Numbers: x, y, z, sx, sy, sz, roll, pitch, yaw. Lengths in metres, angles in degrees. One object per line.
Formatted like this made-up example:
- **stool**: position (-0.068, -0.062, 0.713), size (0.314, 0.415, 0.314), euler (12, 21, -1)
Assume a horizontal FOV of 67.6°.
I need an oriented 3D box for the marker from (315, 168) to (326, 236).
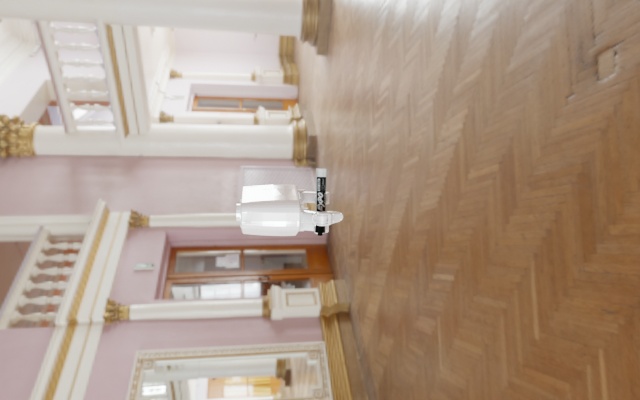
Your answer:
- **marker**: position (0.000, 0.003, 0.853), size (0.020, 0.121, 0.020), euler (1, 6, 0)
